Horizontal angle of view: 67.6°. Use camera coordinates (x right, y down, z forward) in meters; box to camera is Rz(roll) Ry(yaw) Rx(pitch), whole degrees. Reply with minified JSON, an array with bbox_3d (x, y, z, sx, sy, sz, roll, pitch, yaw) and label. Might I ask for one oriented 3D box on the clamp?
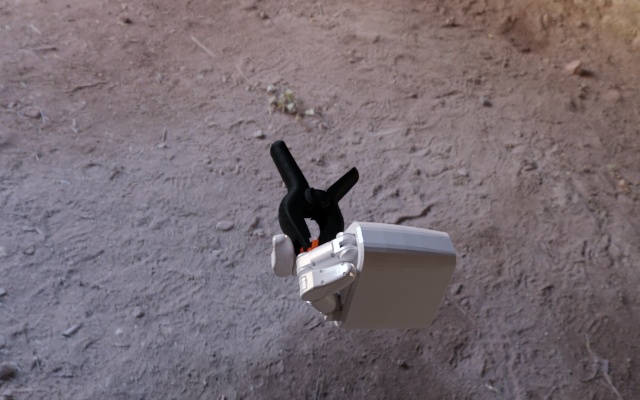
[{"bbox_3d":[0.000,0.002,0.568,0.120,0.171,0.039,8,-40,-17],"label":"clamp"}]
